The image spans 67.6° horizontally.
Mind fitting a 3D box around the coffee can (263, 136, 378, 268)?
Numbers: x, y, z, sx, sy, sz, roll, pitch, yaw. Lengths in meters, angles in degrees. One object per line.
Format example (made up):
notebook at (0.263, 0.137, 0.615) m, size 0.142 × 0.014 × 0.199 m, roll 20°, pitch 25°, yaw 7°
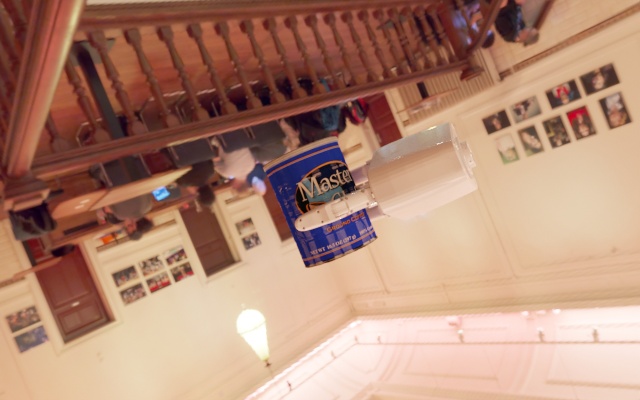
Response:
coffee can at (0.000, 0.002, 0.615) m, size 0.103 × 0.140 × 0.103 m, roll -23°, pitch 1°, yaw 0°
